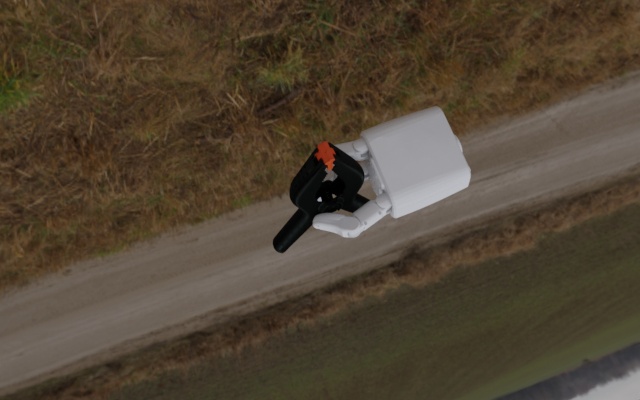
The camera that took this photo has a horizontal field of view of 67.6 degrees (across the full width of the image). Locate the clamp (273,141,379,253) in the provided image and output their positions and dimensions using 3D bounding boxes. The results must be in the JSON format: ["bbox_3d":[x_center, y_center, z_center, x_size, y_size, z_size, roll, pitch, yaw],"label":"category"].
[{"bbox_3d":[0.001,0.002,0.607,0.164,0.036,0.210,-22,-28,-3],"label":"clamp"}]
